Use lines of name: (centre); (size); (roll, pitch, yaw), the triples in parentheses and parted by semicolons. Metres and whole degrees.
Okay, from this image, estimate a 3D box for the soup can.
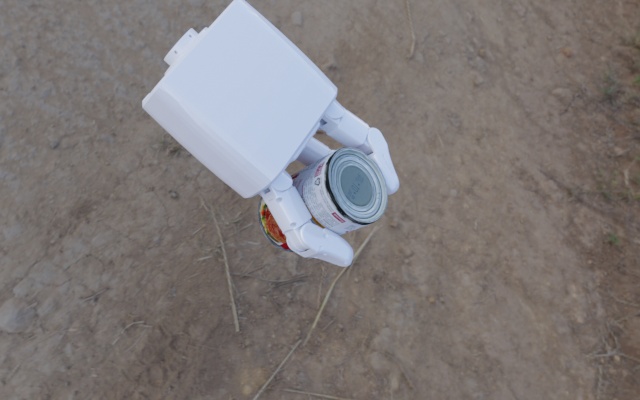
soup can: (0.001, 0.002, 0.420); (0.068, 0.068, 0.102); (0, -17, -40)
